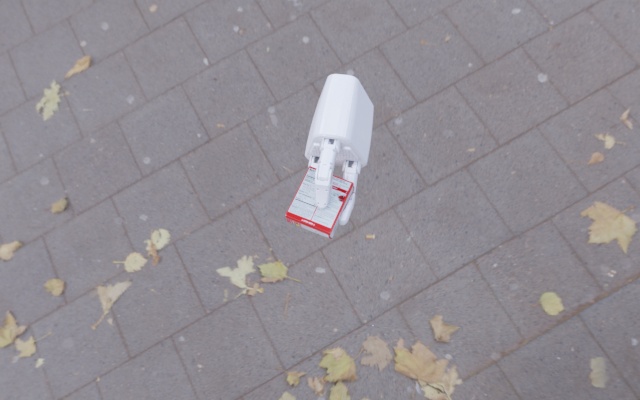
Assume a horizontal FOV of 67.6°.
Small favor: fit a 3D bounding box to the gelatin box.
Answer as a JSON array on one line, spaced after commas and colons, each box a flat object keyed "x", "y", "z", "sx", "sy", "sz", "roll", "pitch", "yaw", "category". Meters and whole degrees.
[{"x": 0.000, "y": 0.002, "z": 0.704, "sx": 0.073, "sy": 0.089, "sz": 0.030, "roll": 21, "pitch": -19, "yaw": 13, "category": "gelatin box"}]
